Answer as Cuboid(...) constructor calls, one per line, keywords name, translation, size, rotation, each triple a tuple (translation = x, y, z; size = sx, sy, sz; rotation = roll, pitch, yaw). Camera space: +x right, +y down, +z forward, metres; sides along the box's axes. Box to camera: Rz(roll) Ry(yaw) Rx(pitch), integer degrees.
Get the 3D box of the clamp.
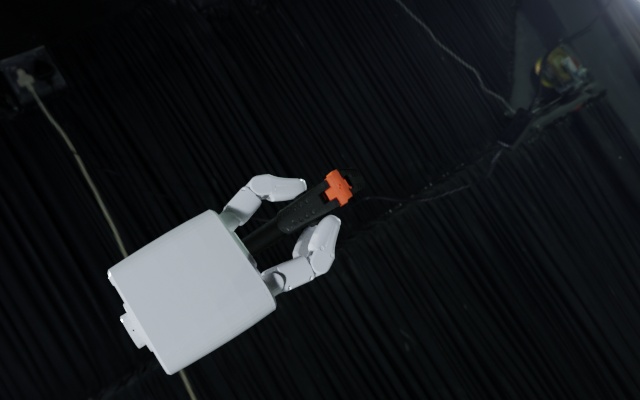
Cuboid(name="clamp", translation=(0.000, 0.001, 0.499), size=(0.164, 0.036, 0.210), rotation=(-32, -2, -23))
